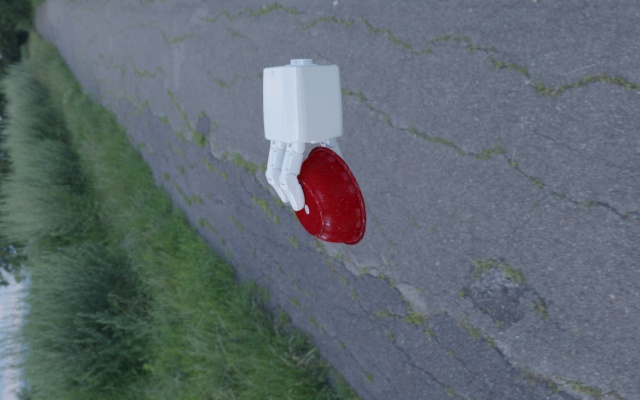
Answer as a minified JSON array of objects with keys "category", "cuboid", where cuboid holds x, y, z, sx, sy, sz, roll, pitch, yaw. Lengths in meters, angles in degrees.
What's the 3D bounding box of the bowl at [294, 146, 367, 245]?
[{"category":"bowl","cuboid":[0.000,0.004,0.725,0.055,0.162,0.162,-23,10,-26]}]
